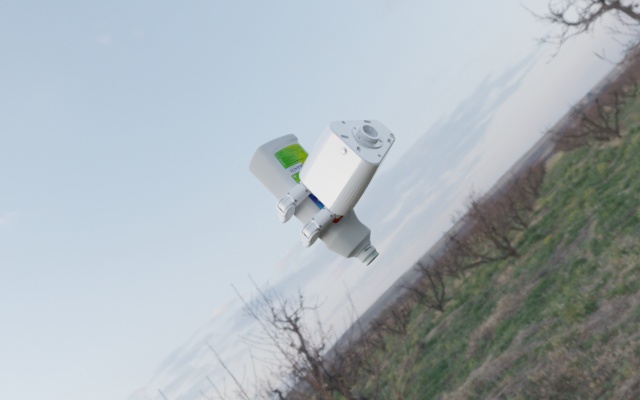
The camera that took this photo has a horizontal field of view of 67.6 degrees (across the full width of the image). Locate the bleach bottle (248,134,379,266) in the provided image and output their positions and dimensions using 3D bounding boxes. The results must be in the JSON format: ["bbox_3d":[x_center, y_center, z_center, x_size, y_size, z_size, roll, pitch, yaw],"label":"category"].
[{"bbox_3d":[0.000,0.003,0.769,0.102,0.250,0.068,-29,-22,-46],"label":"bleach bottle"}]
